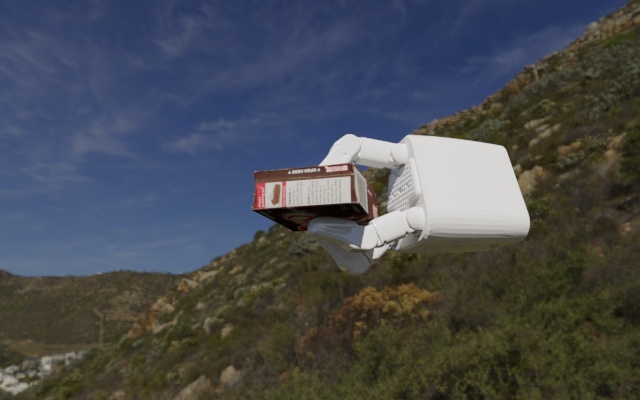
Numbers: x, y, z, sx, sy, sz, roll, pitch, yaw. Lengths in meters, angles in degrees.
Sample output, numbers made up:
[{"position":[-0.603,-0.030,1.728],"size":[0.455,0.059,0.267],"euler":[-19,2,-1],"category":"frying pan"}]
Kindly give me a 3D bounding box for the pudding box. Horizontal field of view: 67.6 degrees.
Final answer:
[{"position":[0.000,0.001,0.435],"size":[0.090,0.039,0.113],"euler":[-5,-16,14],"category":"pudding box"}]
